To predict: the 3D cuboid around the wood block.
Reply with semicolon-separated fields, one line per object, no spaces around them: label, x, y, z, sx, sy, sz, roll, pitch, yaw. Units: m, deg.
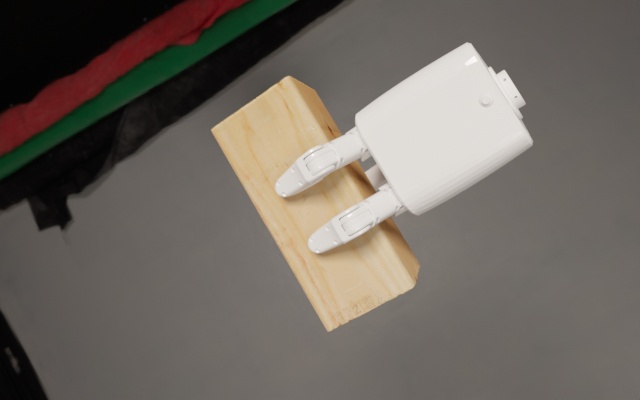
wood block;0.000;0.001;0.449;0.090;0.206;0.091;-31;-4;15
